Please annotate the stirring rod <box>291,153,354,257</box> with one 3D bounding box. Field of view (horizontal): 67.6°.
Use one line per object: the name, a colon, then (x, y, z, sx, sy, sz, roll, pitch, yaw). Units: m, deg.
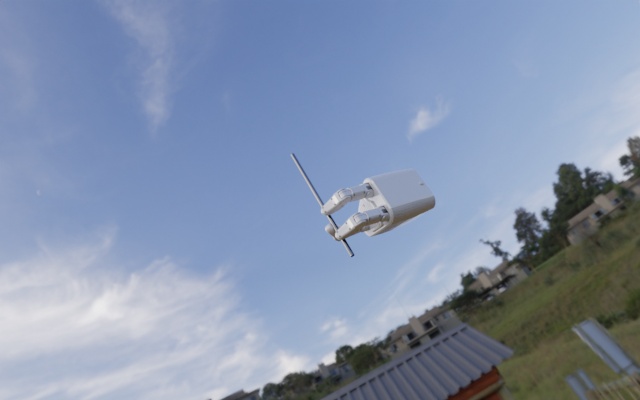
stirring rod: (0.000, 0.003, 0.868, 0.011, 0.239, 0.011, -23, -29, -14)
